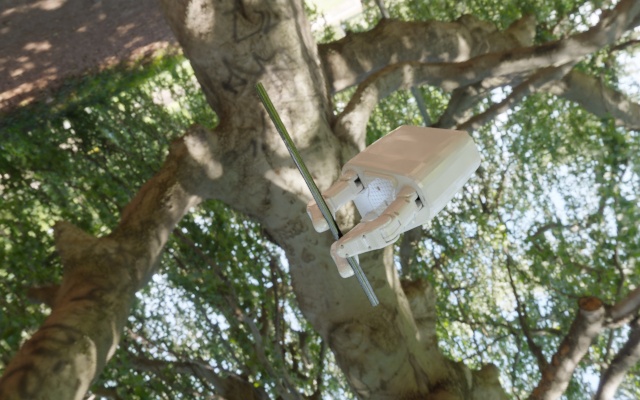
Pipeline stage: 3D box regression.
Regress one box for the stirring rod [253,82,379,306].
[{"bbox_3d":[0.000,0.001,0.445,0.011,0.239,0.011,-26,16,8],"label":"stirring rod"}]
